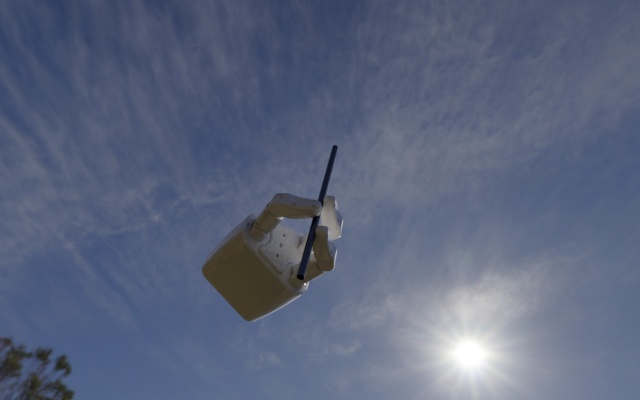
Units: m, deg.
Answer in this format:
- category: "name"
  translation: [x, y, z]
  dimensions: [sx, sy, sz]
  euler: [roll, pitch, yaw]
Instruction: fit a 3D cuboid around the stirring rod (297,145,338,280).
- category: "stirring rod"
  translation: [0.000, 0.002, 0.572]
  dimensions: [0.011, 0.011, 0.239]
  euler: [0, 39, 13]
